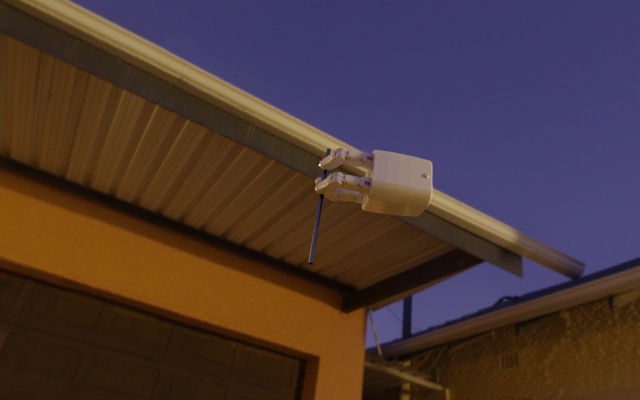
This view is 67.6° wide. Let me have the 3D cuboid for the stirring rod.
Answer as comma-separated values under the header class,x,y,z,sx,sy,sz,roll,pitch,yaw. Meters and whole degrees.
class,x,y,z,sx,sy,sz,roll,pitch,yaw
stirring rod,0.000,0.003,0.836,0.011,0.239,0.011,6,-34,4
